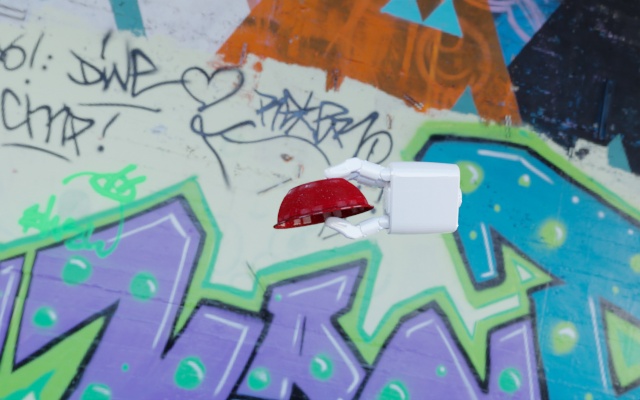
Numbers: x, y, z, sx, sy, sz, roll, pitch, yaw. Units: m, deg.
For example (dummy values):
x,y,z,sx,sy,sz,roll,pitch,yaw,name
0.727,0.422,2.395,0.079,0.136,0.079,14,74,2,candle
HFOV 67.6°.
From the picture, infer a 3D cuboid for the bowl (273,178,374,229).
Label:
x,y,z,sx,sy,sz,roll,pitch,yaw,name
-0.001,0.002,0.748,0.162,0.055,0.162,-12,-7,-2,bowl
